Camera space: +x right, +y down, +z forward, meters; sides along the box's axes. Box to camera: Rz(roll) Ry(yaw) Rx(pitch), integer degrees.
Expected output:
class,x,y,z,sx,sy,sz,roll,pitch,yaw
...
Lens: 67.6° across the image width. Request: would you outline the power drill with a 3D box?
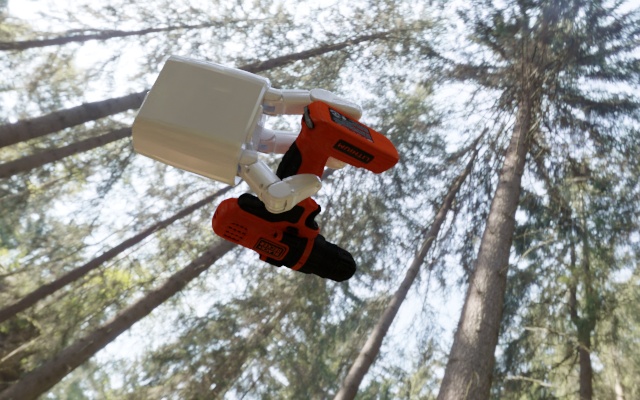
class,x,y,z,sx,sy,sz,roll,pitch,yaw
power drill,0.000,0.001,0.520,0.184,0.188,0.057,25,26,-24
